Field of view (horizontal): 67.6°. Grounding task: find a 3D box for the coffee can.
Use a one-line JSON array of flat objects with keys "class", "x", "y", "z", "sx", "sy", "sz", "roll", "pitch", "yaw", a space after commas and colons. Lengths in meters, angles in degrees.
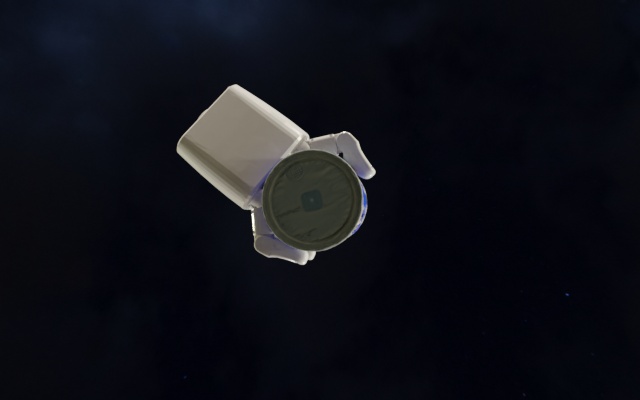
[{"class": "coffee can", "x": 0.000, "y": 0.002, "z": 0.544, "sx": 0.103, "sy": 0.103, "sz": 0.140, "roll": 0, "pitch": -2, "yaw": 7}]
